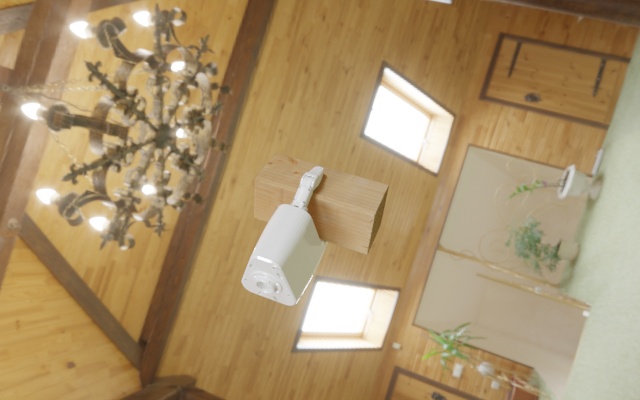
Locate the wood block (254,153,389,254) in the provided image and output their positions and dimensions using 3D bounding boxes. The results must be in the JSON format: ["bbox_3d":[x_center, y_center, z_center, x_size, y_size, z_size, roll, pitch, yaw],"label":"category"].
[{"bbox_3d":[0.000,0.003,0.809,0.206,0.091,0.090,17,39,13],"label":"wood block"}]
